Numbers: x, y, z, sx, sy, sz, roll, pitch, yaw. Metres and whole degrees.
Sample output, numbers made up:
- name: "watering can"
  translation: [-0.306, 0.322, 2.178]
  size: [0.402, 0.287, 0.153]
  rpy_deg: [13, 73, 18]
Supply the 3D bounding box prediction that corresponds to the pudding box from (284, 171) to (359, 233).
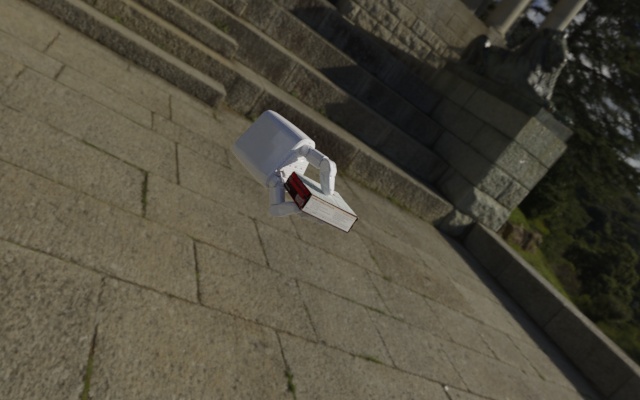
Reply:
- name: "pudding box"
  translation: [0.000, 0.003, 0.819]
  size: [0.113, 0.039, 0.090]
  rpy_deg: [25, 17, -34]
